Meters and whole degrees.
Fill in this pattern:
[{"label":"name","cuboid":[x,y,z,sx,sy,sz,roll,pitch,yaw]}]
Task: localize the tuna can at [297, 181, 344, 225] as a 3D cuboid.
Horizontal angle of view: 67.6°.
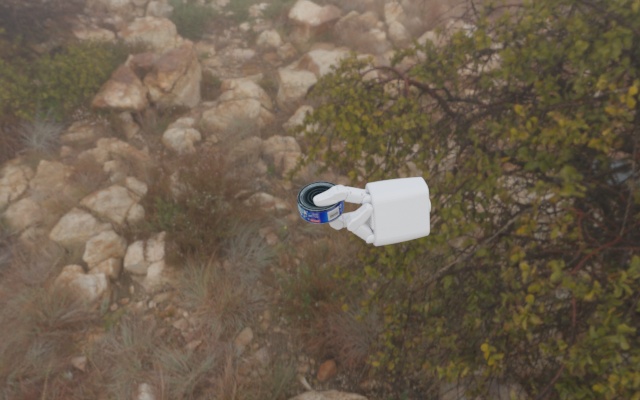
[{"label":"tuna can","cuboid":[0.000,0.002,0.884,0.086,0.034,0.086,-4,42,4]}]
